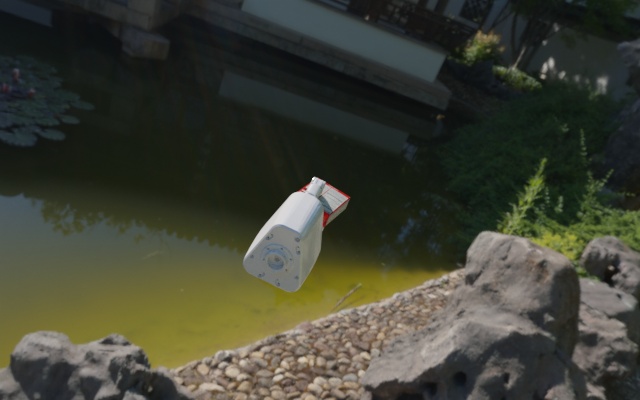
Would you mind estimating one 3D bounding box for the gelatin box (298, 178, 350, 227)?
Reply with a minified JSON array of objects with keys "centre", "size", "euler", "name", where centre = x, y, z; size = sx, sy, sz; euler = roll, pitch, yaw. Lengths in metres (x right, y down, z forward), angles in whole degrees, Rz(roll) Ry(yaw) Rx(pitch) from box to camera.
[{"centre":[0.000,0.002,0.838],"size":[0.073,0.030,0.089],"euler":[31,34,14],"name":"gelatin box"}]
